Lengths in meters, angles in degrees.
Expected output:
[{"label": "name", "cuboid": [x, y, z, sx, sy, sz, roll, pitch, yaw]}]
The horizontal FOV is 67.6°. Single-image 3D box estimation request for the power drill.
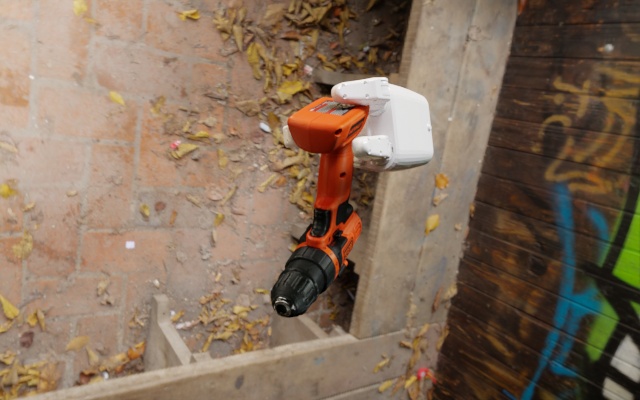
[{"label": "power drill", "cuboid": [0.000, 0.001, 0.482, 0.057, 0.188, 0.184, 12, 28, 16]}]
